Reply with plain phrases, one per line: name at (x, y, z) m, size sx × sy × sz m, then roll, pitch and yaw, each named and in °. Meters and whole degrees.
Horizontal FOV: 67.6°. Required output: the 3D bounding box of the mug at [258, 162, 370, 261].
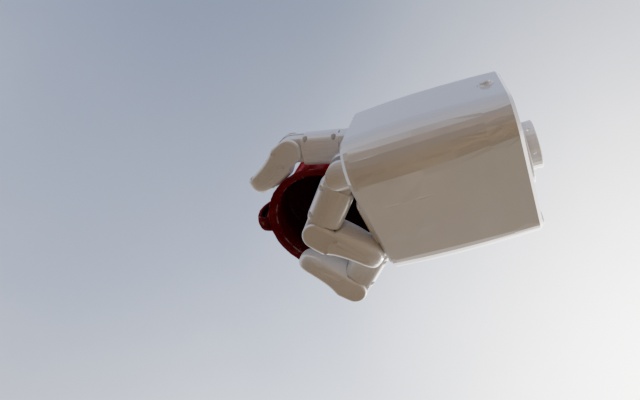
mug at (-0.001, 0.002, 0.425) m, size 0.117 × 0.093 × 0.081 m, roll -15°, pitch 23°, yaw 21°
